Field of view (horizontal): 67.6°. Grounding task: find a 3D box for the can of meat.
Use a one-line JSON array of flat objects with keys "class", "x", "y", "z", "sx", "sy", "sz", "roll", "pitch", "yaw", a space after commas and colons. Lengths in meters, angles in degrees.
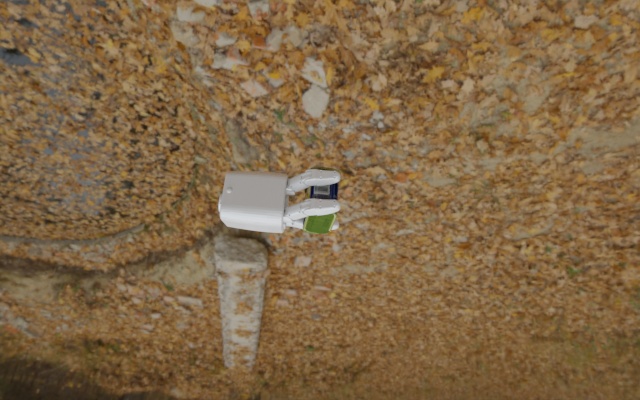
[{"class": "can of meat", "x": 0.000, "y": 0.003, "z": 0.842, "sx": 0.057, "sy": 0.084, "sz": 0.102, "roll": 7, "pitch": -29, "yaw": -5}]
